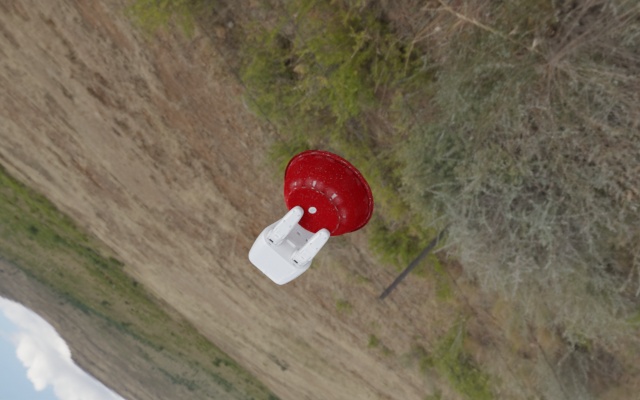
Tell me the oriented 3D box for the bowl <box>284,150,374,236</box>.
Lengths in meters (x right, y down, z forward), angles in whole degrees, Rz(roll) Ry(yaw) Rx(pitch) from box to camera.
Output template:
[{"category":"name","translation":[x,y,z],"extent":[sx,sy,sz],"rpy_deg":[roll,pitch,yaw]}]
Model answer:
[{"category":"bowl","translation":[0.000,0.002,0.755],"extent":[0.162,0.162,0.055],"rpy_deg":[0,34,33]}]
